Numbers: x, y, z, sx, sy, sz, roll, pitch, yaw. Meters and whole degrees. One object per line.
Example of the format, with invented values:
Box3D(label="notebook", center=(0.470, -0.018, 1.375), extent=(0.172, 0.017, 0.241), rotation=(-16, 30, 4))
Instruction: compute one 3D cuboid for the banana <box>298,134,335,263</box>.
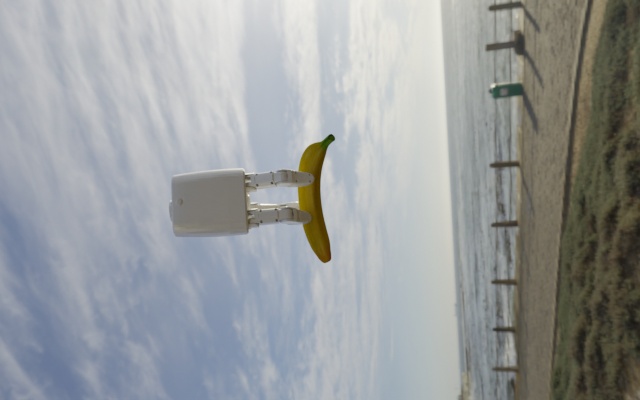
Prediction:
Box3D(label="banana", center=(-0.009, -0.003, 0.742), extent=(0.037, 0.198, 0.069), rotation=(-5, 10, -29))
